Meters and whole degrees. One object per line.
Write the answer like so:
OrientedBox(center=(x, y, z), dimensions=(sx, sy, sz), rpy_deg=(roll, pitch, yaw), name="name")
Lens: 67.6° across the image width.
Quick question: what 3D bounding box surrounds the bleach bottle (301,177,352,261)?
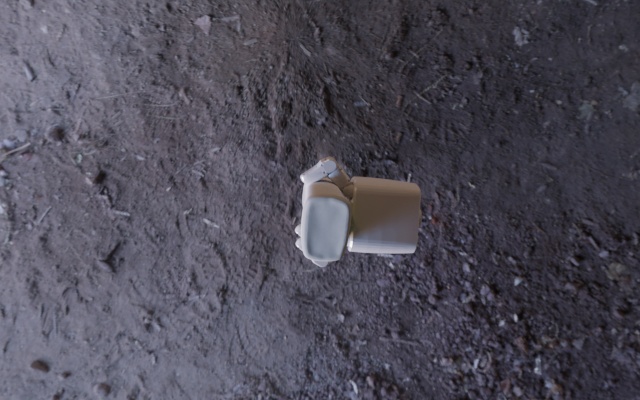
OrientedBox(center=(0.000, 0.003, 0.770), dimensions=(0.068, 0.102, 0.250), rpy_deg=(4, 18, -5), name="bleach bottle")
